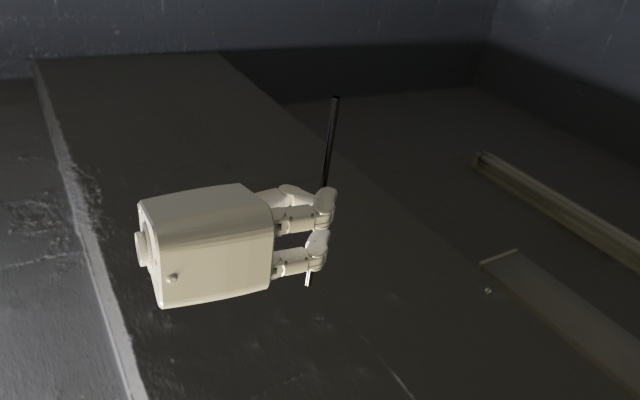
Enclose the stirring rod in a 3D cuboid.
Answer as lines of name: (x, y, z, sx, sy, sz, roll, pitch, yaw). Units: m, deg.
stirring rod: (0.000, 0.002, 0.522, 0.011, 0.240, 0.011, 6, 32, -4)
